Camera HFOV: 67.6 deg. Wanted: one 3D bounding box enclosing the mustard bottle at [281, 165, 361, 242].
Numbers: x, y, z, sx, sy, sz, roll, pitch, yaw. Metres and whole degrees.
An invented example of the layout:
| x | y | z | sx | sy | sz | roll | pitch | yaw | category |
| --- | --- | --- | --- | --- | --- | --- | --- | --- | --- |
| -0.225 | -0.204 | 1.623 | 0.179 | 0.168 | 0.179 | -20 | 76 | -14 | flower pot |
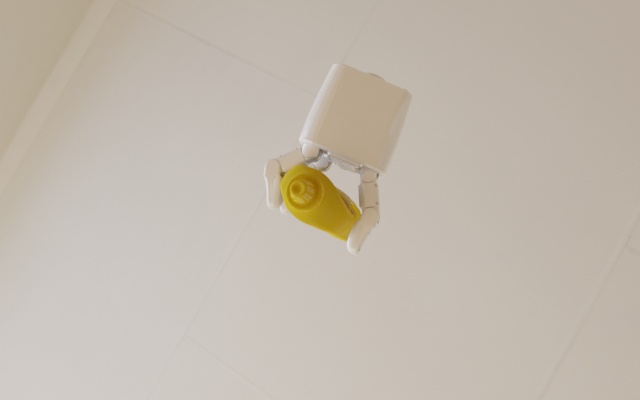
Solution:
| x | y | z | sx | sy | sz | roll | pitch | yaw | category |
| --- | --- | --- | --- | --- | --- | --- | --- | --- | --- |
| 0.000 | 0.002 | 0.578 | 0.058 | 0.096 | 0.192 | -44 | -16 | 3 | mustard bottle |
